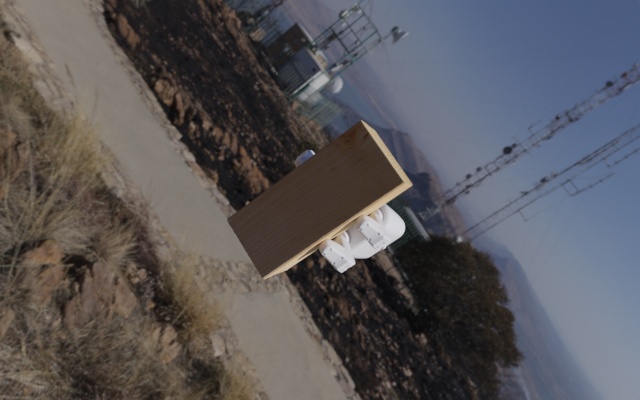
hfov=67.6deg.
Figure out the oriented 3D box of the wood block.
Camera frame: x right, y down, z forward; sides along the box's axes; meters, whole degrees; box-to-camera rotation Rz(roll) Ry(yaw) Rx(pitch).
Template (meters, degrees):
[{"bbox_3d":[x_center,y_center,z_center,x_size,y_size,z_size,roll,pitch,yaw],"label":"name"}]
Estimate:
[{"bbox_3d":[0.000,0.002,0.600,0.206,0.091,0.090,-35,-9,14],"label":"wood block"}]
